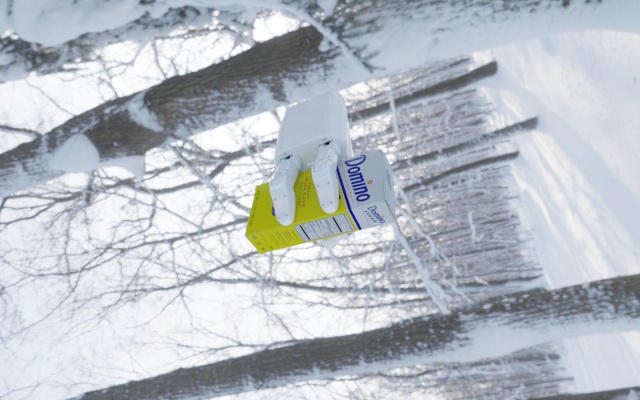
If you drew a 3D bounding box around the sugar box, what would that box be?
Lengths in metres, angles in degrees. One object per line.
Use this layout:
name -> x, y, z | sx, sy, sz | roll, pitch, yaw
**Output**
sugar box -> 0.000, 0.001, 0.577 | 0.176, 0.093, 0.048 | -18, -49, 20
